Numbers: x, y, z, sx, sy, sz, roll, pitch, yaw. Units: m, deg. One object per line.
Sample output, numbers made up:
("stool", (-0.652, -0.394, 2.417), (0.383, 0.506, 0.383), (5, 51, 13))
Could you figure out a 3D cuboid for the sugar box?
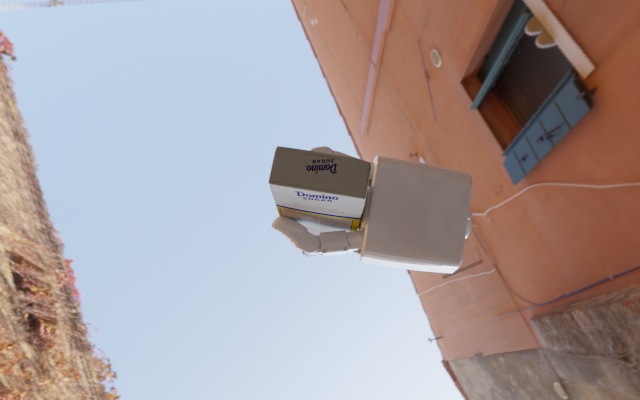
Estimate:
("sugar box", (0.000, 0.001, 0.520), (0.093, 0.048, 0.176), (9, -21, 3))
